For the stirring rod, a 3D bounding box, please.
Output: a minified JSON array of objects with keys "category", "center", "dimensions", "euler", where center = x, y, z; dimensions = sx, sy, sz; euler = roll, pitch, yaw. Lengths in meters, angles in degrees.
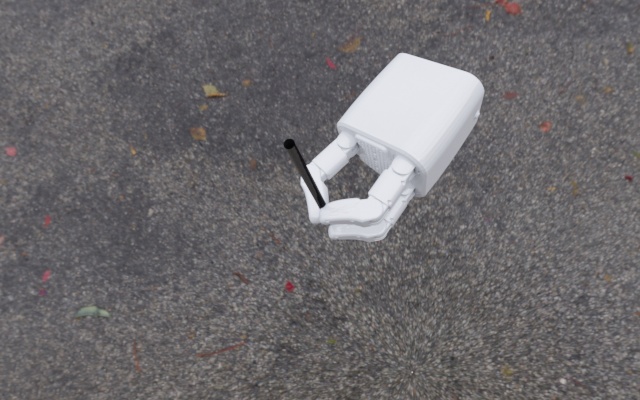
[{"category":"stirring rod","center":[0.000,0.001,0.437],"dimensions":[0.011,0.011,0.240],"euler":[0,-19,11]}]
